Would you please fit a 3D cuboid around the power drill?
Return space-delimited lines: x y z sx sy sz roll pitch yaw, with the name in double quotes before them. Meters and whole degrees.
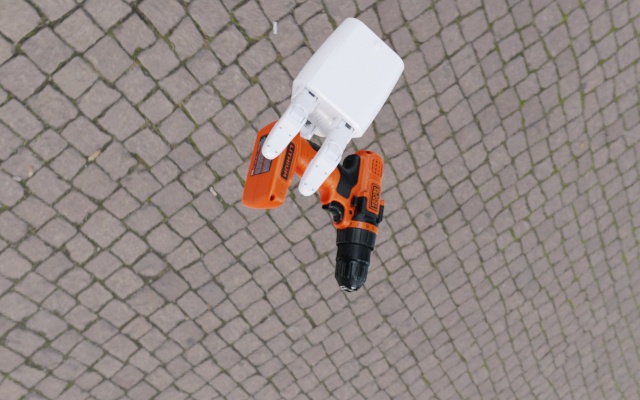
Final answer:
"power drill" 0.000 0.001 0.565 0.057 0.184 0.188 -11 -28 44
